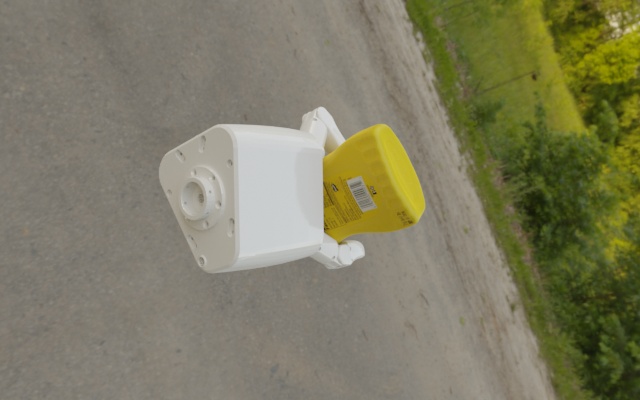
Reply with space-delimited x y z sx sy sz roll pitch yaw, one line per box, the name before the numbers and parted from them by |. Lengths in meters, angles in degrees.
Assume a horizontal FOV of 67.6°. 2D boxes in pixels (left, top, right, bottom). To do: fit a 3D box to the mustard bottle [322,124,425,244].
mustard bottle | 0.000 0.001 0.480 0.192 0.096 0.058 -20 15 33
